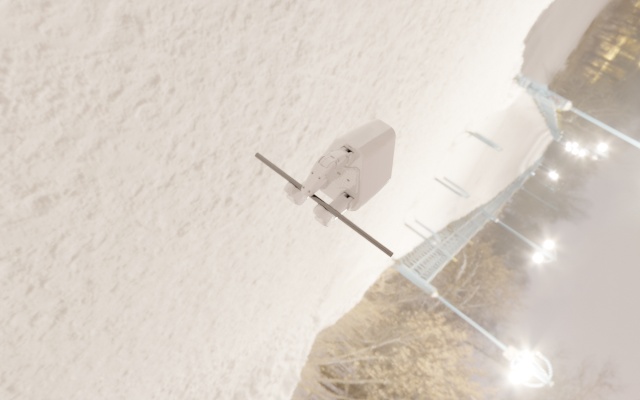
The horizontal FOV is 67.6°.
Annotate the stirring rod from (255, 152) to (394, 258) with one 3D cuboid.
[{"bbox_3d":[0.000,0.002,0.649,0.239,0.011,0.011,37,13,18],"label":"stirring rod"}]
